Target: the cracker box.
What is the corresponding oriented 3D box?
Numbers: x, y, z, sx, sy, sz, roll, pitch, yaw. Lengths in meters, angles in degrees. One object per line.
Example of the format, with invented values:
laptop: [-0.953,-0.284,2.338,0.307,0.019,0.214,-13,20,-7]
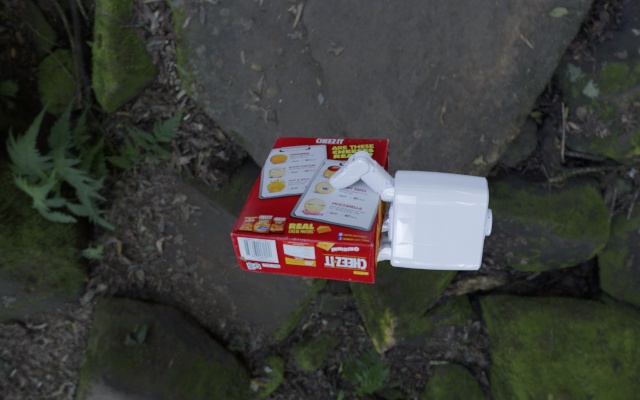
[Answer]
cracker box: [0.000,0.002,0.617,0.164,0.072,0.213,3,39,11]
